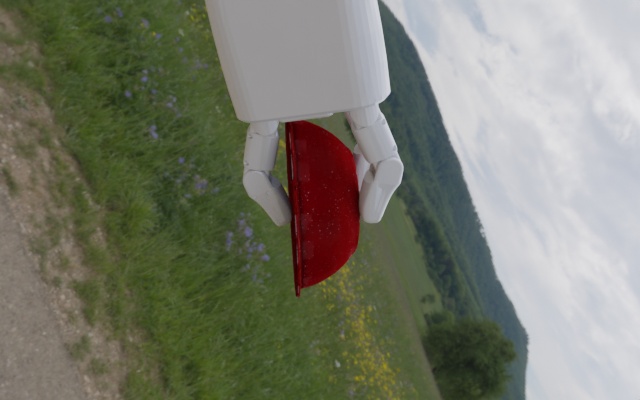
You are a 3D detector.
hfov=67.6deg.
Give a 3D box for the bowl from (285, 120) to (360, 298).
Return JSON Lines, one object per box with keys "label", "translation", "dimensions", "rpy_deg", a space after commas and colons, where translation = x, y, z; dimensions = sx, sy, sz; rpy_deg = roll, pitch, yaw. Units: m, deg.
{"label": "bowl", "translation": [0.000, 0.002, 0.419], "dimensions": [0.055, 0.162, 0.162], "rpy_deg": [-3, 0, -5]}
